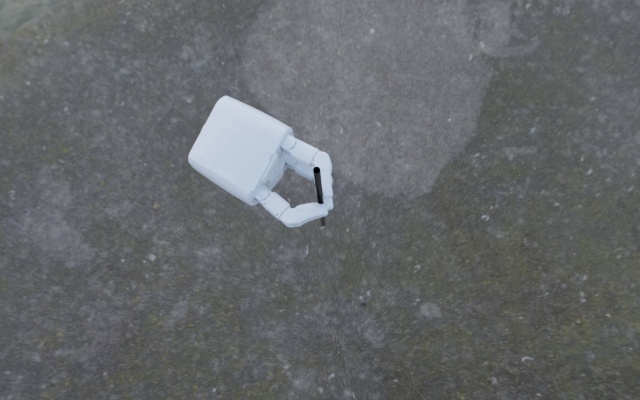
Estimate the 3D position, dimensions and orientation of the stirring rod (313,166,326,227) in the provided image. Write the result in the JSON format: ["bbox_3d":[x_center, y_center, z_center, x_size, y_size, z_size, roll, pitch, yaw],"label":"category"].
[{"bbox_3d":[0.000,0.002,0.627,0.011,0.011,0.240,0,-17,2],"label":"stirring rod"}]
